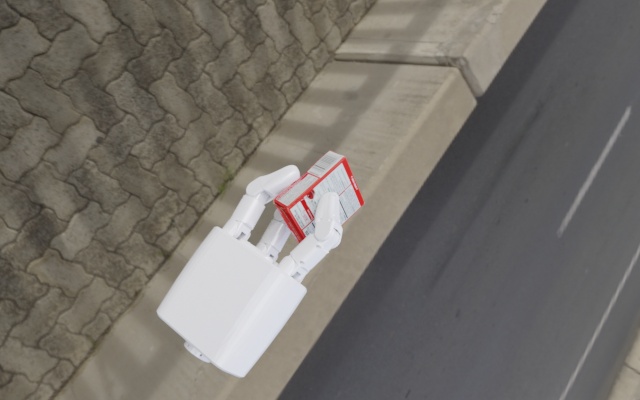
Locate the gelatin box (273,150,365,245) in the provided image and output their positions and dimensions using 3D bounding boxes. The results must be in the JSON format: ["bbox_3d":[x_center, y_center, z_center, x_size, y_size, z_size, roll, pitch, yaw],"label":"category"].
[{"bbox_3d":[0.001,0.002,0.518,0.089,0.073,0.030,-43,42,-18],"label":"gelatin box"}]
